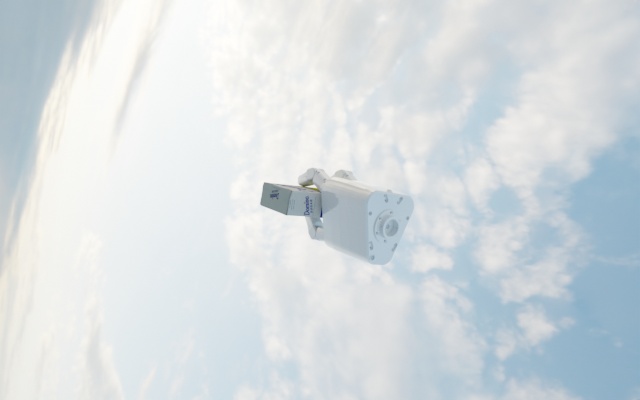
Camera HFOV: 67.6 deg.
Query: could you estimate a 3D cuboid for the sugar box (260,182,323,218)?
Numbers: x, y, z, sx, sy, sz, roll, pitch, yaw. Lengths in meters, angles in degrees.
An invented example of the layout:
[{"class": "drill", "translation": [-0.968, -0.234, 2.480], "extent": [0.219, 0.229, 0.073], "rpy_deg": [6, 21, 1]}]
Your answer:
[{"class": "sugar box", "translation": [0.000, 0.002, 0.787], "extent": [0.176, 0.048, 0.093], "rpy_deg": [8, 5, -35]}]
